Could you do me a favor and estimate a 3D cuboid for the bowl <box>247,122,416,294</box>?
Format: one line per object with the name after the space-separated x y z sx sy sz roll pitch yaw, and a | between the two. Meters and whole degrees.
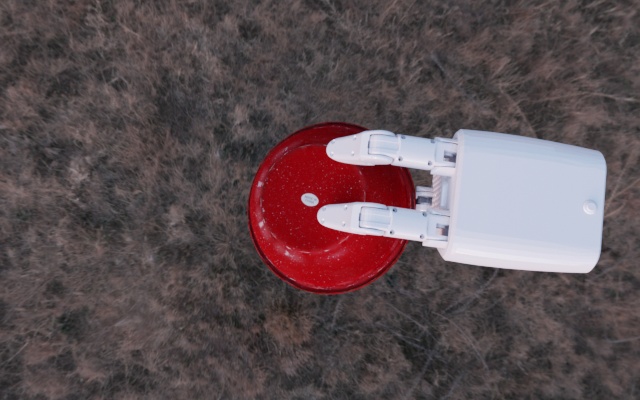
-0.001 0.002 0.419 0.162 0.162 0.055 0 -8 16 | bowl
